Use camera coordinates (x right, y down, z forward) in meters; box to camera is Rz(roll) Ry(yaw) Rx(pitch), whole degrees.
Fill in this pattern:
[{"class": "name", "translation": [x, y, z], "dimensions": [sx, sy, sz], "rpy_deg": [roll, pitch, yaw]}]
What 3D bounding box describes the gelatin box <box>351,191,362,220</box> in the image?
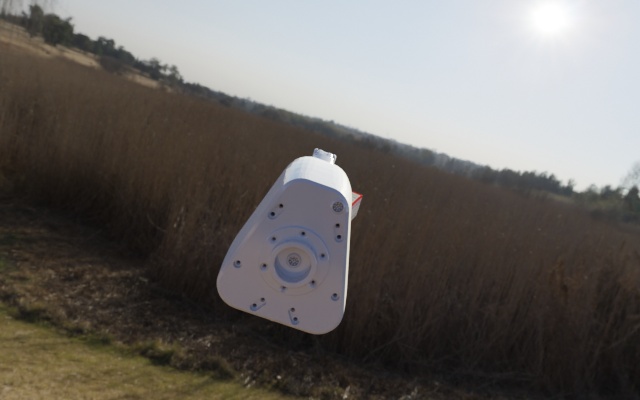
[{"class": "gelatin box", "translation": [0.000, 0.001, 0.511], "dimensions": [0.073, 0.030, 0.089], "rpy_deg": [20, 15, 10]}]
